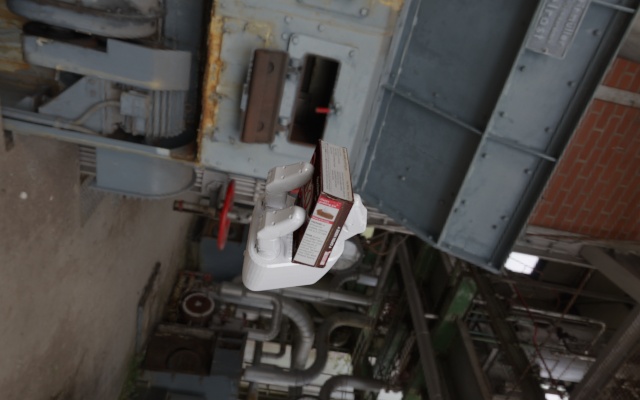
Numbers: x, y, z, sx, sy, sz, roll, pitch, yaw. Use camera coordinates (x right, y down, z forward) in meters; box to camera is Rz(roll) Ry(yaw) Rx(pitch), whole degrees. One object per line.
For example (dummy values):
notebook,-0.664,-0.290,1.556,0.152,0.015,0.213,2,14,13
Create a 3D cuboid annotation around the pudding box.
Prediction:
pudding box,0.000,0.002,0.500,0.039,0.090,0.113,14,32,-13
